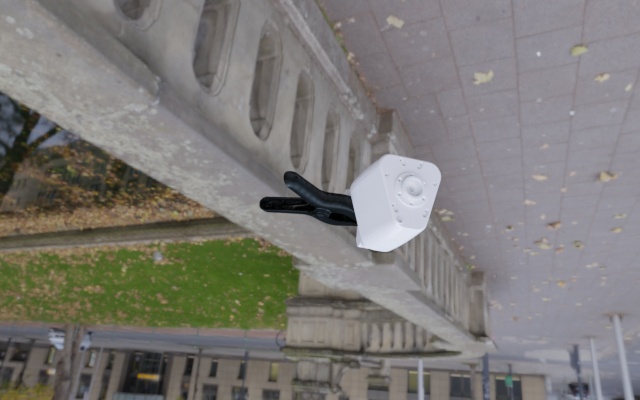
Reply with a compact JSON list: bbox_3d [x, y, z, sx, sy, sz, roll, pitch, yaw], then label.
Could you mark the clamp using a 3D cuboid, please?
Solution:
[{"bbox_3d":[0.000,0.003,0.723,0.171,0.039,0.120,10,-20,-13],"label":"clamp"}]
